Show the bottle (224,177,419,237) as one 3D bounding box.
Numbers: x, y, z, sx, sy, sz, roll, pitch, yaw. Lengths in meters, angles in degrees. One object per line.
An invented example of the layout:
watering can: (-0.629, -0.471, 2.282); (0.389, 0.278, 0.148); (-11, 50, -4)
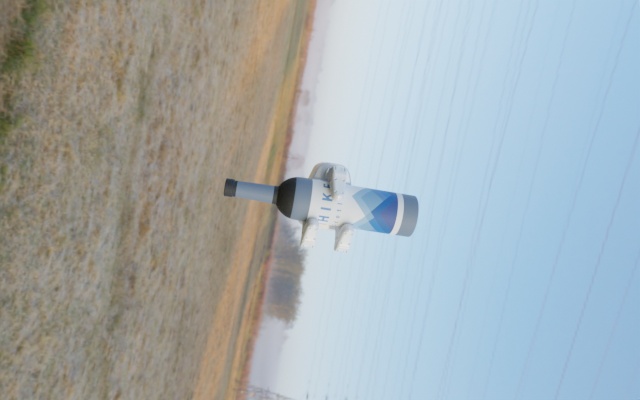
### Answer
bottle: (0.000, 0.002, 0.739); (0.296, 0.069, 0.069); (9, -1, -7)
